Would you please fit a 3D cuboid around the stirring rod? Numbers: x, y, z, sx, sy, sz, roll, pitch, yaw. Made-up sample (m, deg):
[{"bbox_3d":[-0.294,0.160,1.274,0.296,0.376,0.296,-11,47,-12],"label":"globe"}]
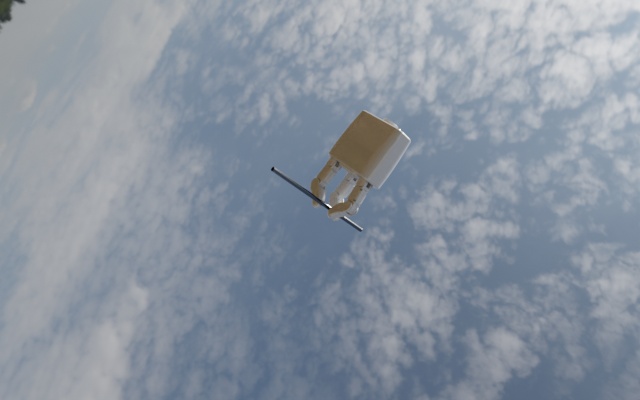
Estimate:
[{"bbox_3d":[0.000,0.003,0.852,0.011,0.011,0.240,0,-27,47],"label":"stirring rod"}]
